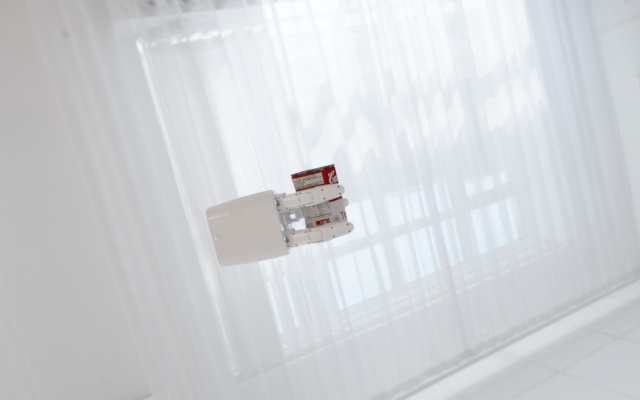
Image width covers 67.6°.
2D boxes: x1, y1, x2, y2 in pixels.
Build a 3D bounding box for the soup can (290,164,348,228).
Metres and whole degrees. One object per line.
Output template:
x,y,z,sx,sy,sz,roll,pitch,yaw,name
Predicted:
0.001,0.002,0.711,0.068,0.102,0.068,-14,5,1,soup can
